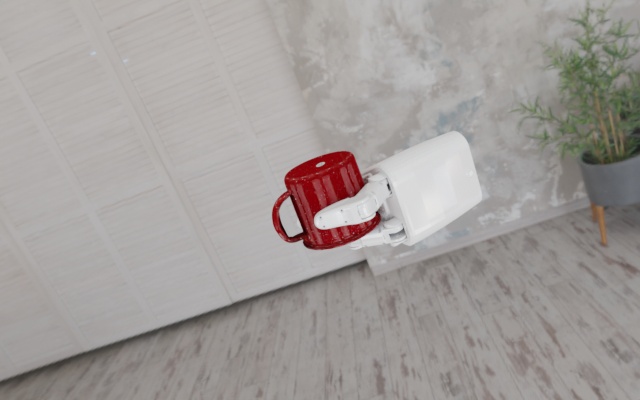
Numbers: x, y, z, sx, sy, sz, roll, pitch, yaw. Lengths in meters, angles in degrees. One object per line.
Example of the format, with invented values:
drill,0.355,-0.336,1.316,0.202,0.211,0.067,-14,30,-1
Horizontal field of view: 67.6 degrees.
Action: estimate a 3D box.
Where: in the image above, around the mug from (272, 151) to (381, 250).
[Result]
mug,-0.001,0.002,0.521,0.117,0.081,0.093,-26,18,-18
